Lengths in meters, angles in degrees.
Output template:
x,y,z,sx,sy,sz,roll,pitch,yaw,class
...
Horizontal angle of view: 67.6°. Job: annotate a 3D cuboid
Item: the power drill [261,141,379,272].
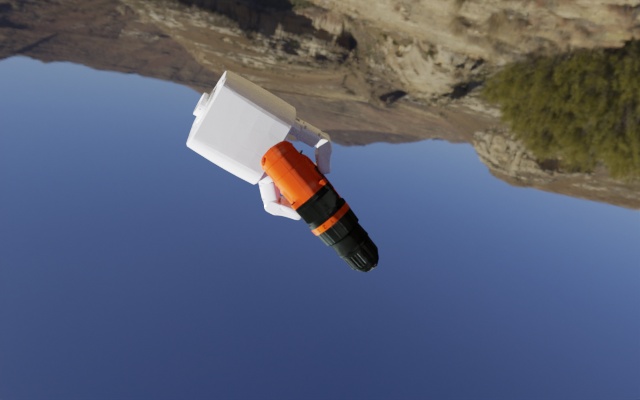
x,y,z,sx,sy,sz,roll,pitch,yaw,class
0.000,0.002,0.621,0.057,0.184,0.187,-39,7,0,power drill
